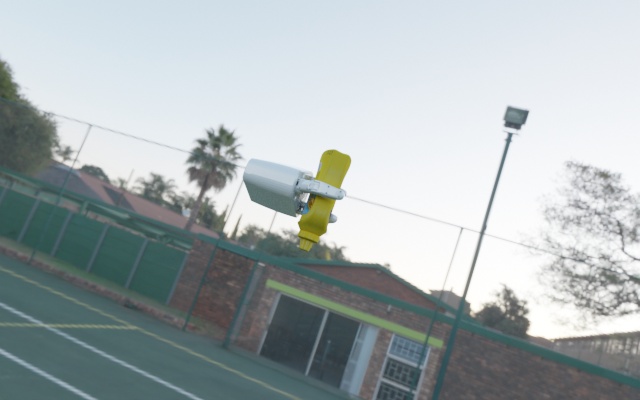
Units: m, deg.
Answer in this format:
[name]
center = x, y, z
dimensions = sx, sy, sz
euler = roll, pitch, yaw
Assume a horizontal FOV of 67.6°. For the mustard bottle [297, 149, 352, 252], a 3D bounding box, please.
[mustard bottle]
center = 0.001, 0.003, 0.899
dimensions = 0.058, 0.191, 0.096
euler = 22, -10, -10
